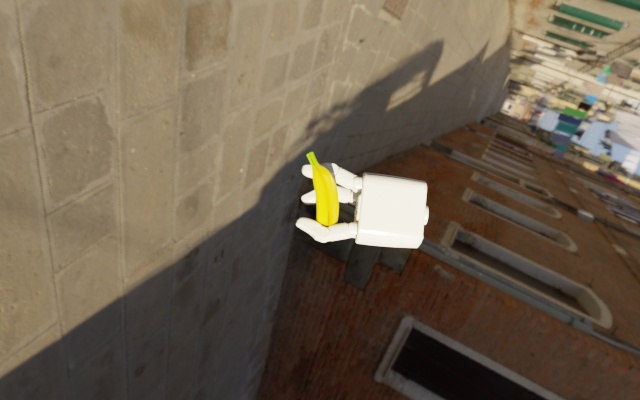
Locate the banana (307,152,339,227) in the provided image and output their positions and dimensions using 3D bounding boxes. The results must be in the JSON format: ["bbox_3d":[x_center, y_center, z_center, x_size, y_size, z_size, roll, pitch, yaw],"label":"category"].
[{"bbox_3d":[0.006,0.012,0.798,0.037,0.198,0.069,-13,45,-13],"label":"banana"}]
